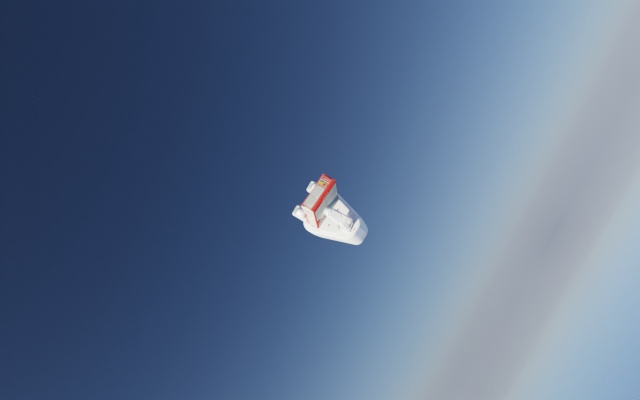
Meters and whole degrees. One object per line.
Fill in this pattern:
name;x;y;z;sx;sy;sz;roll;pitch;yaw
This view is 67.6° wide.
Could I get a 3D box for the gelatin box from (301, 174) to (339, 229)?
gelatin box;0.000;0.003;0.880;0.030;0.073;0.089;30;-17;17
